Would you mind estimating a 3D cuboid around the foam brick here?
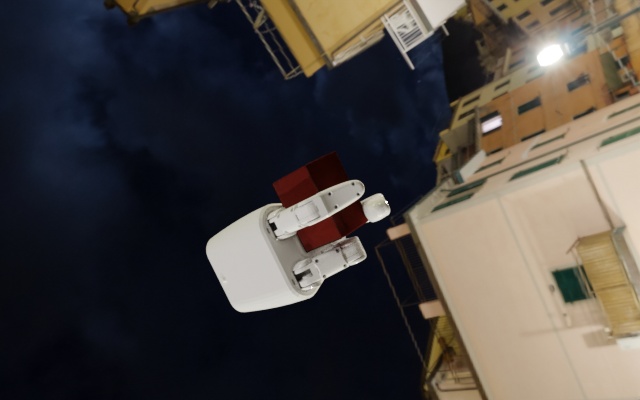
[{"bbox_3d":[0.000,0.001,0.465,0.051,0.078,0.053,-25,2,41],"label":"foam brick"}]
